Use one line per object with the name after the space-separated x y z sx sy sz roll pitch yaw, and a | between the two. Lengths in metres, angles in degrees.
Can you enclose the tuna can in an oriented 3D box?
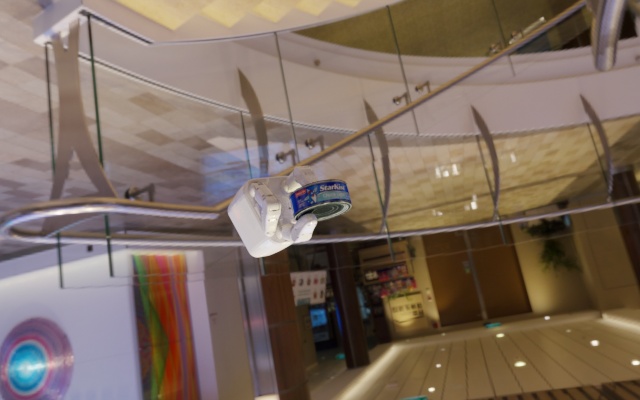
0.000 0.003 0.676 0.086 0.033 0.086 -12 -17 -4 | tuna can
